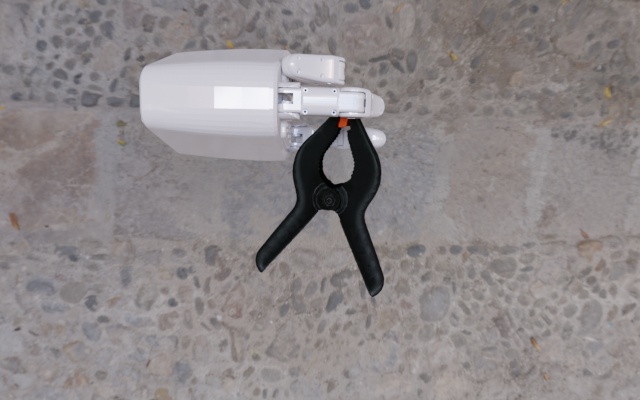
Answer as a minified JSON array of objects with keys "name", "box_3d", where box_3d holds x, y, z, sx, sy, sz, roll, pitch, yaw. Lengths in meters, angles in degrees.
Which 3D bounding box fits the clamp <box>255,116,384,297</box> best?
[{"name":"clamp","box_3d":[0.000,0.001,0.431,0.120,0.171,0.039,2,8,2]}]
